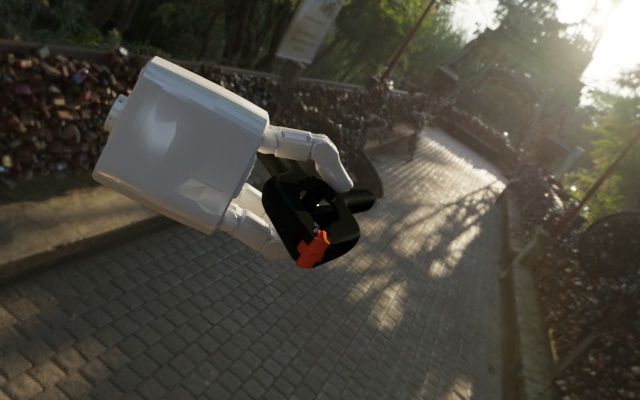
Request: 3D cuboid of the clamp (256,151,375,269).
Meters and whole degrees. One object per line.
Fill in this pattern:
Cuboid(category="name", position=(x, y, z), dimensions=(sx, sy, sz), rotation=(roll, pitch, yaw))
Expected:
Cuboid(category="clamp", position=(0.000, 0.001, 0.446), dimensions=(0.164, 0.036, 0.210), rotation=(28, 20, -20))
